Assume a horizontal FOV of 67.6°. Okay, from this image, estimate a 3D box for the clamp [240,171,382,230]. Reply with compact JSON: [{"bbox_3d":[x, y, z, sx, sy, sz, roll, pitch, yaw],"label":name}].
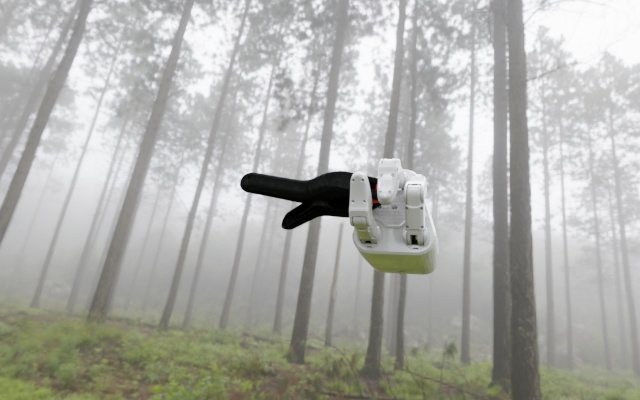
[{"bbox_3d":[0.000,0.001,0.583,0.171,0.039,0.120,1,-23,18],"label":"clamp"}]
